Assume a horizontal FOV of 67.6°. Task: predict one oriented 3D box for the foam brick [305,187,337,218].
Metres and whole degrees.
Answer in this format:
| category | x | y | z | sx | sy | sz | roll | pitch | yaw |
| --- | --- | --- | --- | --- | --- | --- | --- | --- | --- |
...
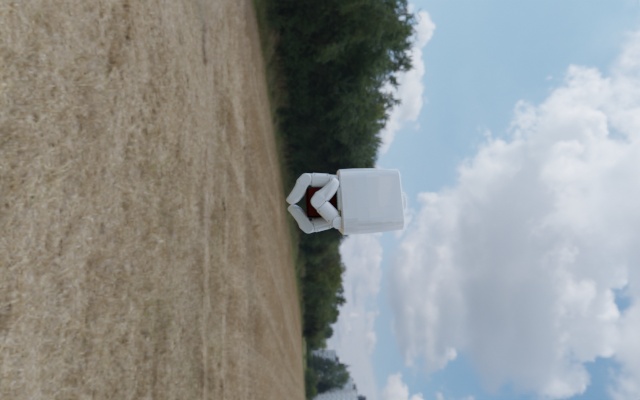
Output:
| category | x | y | z | sx | sy | sz | roll | pitch | yaw |
| --- | --- | --- | --- | --- | --- | --- | --- | --- | --- |
| foam brick | 0.000 | 0.003 | 0.850 | 0.051 | 0.053 | 0.078 | -3 | 2 | -3 |
